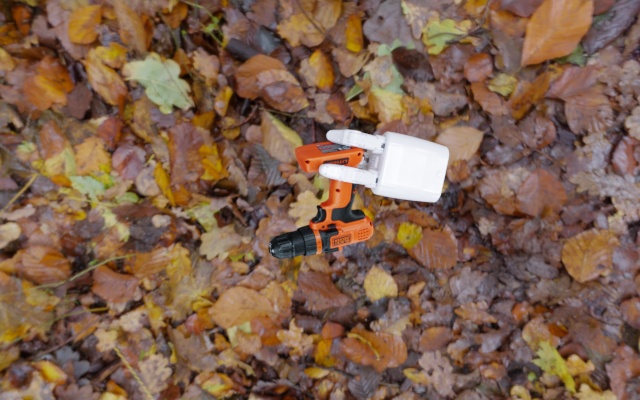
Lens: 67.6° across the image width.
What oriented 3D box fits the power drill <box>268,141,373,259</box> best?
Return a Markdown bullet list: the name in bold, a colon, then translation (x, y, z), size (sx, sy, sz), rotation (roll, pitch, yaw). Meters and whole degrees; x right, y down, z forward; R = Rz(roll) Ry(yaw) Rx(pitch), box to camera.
- **power drill**: translation (0.000, 0.002, 0.771), size (0.184, 0.188, 0.057), rotation (-13, 33, -20)
